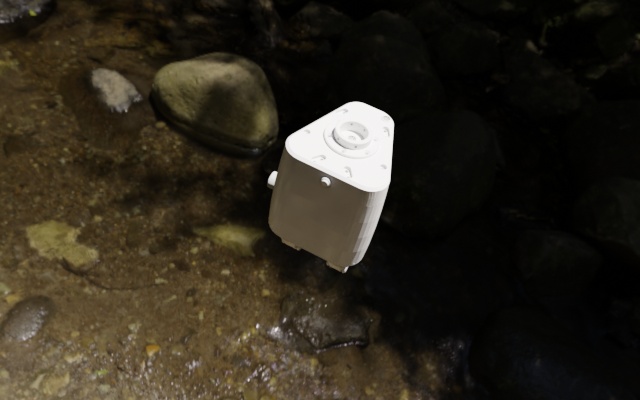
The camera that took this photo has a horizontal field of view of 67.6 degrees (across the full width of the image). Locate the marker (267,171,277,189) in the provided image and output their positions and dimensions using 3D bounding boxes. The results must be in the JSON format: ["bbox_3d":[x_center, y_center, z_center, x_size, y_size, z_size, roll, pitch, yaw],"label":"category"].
[{"bbox_3d":[0.000,0.002,0.511,0.121,0.020,0.020,25,4,9],"label":"marker"}]
